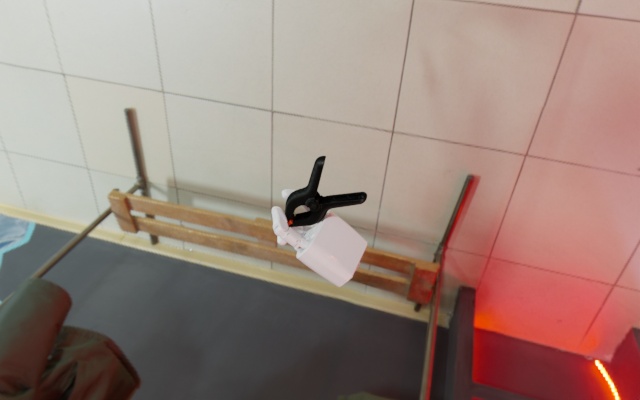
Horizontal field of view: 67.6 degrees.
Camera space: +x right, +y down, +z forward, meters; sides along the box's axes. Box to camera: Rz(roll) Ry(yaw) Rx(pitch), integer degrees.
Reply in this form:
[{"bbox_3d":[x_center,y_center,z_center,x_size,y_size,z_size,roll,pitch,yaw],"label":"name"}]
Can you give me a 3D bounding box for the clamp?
[{"bbox_3d":[0.000,0.003,0.892,0.171,0.120,0.039,-45,13,36],"label":"clamp"}]
